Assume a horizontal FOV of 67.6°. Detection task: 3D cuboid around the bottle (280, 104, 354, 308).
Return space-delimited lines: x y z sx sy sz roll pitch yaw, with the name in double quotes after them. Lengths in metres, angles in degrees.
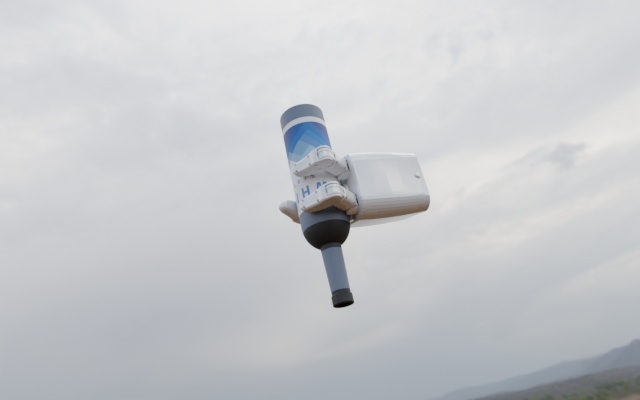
0.000 0.002 0.661 0.069 0.295 0.069 -10 -27 -5 "bottle"
